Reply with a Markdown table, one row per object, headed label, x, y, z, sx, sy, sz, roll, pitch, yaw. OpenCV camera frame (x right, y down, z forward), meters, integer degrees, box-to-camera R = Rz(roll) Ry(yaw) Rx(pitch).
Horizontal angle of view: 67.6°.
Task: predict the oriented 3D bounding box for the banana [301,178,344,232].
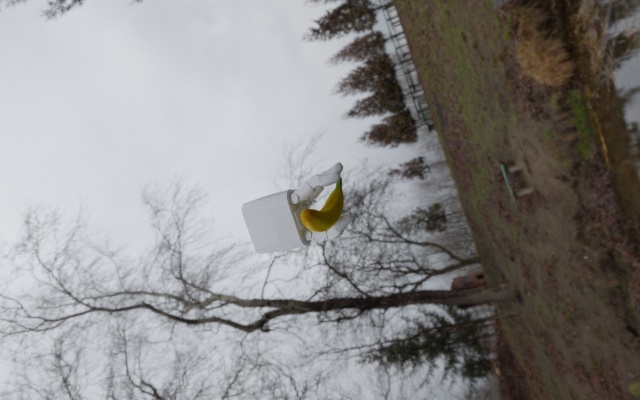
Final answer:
| label | x | y | z | sx | sy | sz | roll | pitch | yaw |
| --- | --- | --- | --- | --- | --- | --- | --- | --- | --- |
| banana | 0.006 | 0.019 | 0.852 | 0.037 | 0.070 | 0.197 | -11 | 15 | 21 |
